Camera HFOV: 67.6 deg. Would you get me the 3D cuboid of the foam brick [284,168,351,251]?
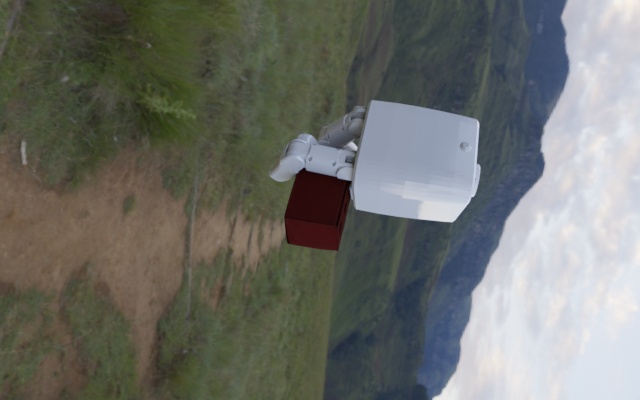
[{"bbox_3d":[0.000,0.002,0.462,0.051,0.078,0.053,11,-30,7],"label":"foam brick"}]
